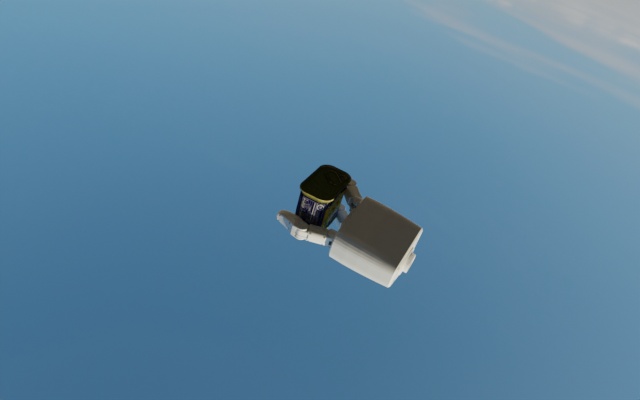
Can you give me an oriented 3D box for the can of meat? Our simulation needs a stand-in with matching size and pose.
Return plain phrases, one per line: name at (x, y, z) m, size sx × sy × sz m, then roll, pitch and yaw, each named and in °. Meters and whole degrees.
can of meat at (0.000, 0.003, 0.775) m, size 0.057 × 0.084 × 0.102 m, roll 26°, pitch 37°, yaw 14°
